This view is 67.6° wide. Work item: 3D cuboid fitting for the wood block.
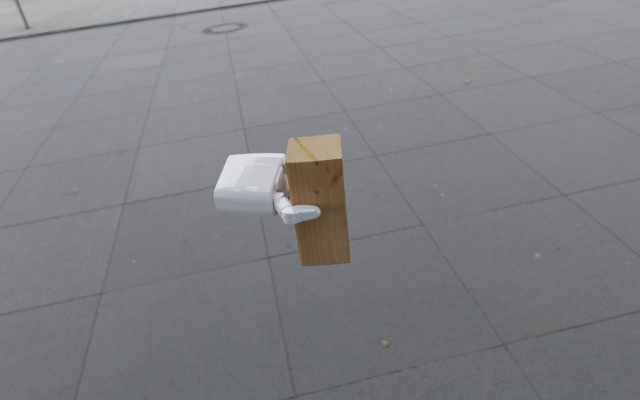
[{"bbox_3d":[0.000,0.003,0.812,0.090,0.206,0.090,-4,33,4],"label":"wood block"}]
